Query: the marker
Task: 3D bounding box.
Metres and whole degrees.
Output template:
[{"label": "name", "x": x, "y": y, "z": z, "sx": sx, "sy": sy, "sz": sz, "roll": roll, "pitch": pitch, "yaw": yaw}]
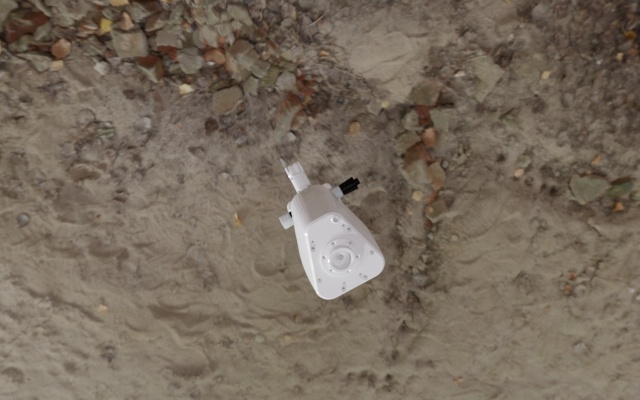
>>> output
[{"label": "marker", "x": 0.000, "y": 0.002, "z": 0.658, "sx": 0.121, "sy": 0.020, "sz": 0.020, "roll": -29, "pitch": 0, "yaw": 0}]
